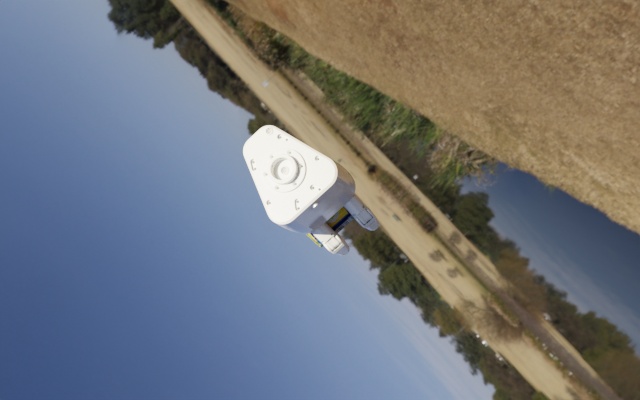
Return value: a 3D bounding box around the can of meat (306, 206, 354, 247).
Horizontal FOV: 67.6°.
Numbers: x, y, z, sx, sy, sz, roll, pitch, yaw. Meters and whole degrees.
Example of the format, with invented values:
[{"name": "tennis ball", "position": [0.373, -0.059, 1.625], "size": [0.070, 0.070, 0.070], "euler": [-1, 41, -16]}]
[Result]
[{"name": "can of meat", "position": [0.000, 0.002, 0.666], "size": [0.084, 0.102, 0.057], "euler": [-42, -10, 4]}]
